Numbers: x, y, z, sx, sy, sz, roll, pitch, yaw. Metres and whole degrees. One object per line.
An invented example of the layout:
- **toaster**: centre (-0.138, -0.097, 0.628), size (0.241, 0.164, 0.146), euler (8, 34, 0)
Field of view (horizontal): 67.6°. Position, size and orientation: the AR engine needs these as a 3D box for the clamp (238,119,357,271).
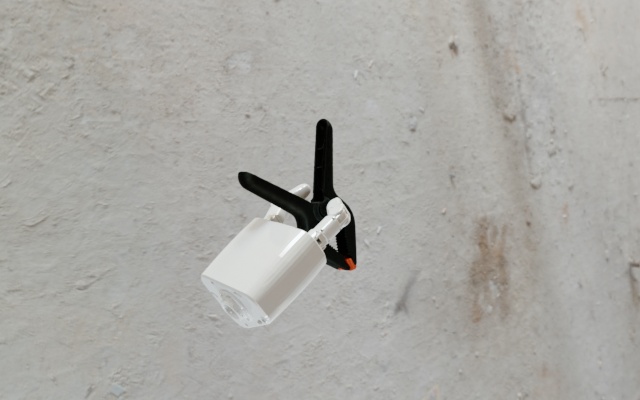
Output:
- **clamp**: centre (0.001, 0.003, 0.654), size (0.036, 0.210, 0.164), euler (-4, 35, 52)
